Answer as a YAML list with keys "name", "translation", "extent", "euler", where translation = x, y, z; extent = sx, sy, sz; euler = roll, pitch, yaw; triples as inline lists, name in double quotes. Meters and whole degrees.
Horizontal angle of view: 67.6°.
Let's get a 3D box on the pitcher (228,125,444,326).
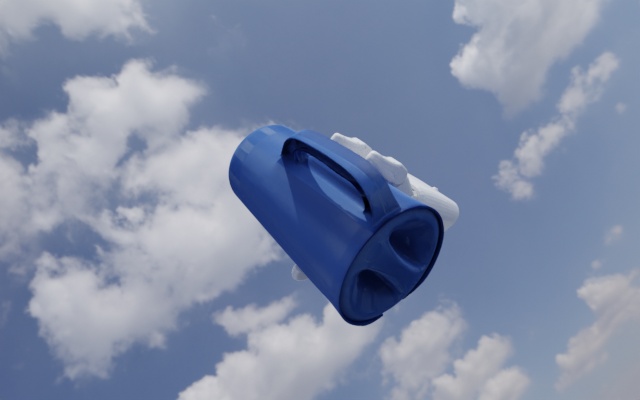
- name: "pitcher"
  translation: [0.000, 0.002, 0.511]
  extent: [0.145, 0.149, 0.242]
  euler: [11, 21, -47]
